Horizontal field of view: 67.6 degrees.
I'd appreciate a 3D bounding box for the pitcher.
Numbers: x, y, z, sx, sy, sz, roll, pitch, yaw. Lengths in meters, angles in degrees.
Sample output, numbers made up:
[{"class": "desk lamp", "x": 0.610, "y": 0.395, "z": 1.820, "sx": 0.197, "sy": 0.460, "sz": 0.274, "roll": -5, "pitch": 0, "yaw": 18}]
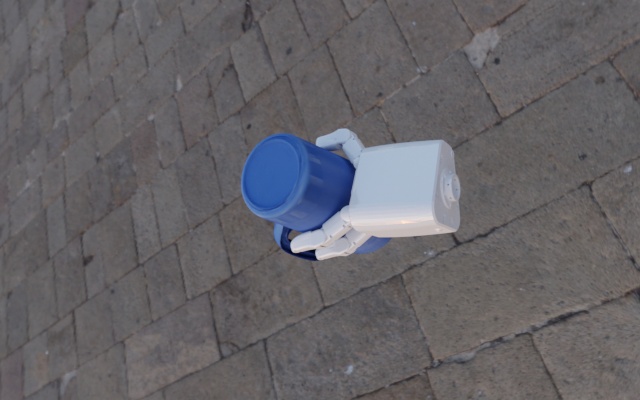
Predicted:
[{"class": "pitcher", "x": 0.000, "y": 0.002, "z": 0.670, "sx": 0.145, "sy": 0.149, "sz": 0.243, "roll": -4, "pitch": -15, "yaw": 34}]
